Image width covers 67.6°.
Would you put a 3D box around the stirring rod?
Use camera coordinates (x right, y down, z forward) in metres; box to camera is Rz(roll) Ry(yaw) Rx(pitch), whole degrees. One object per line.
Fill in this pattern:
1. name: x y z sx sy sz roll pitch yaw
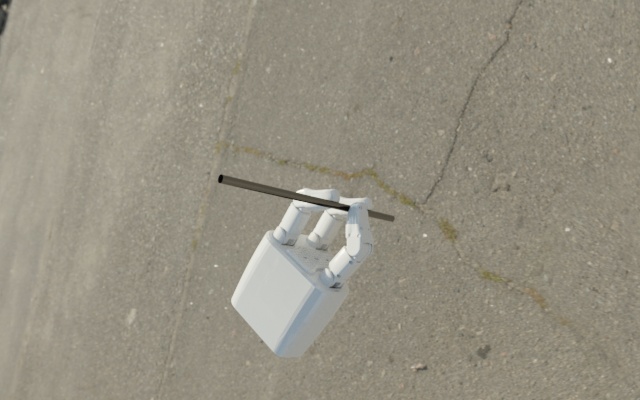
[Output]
1. stirring rod: 0.000 0.002 0.491 0.239 0.011 0.011 13 -9 -43
